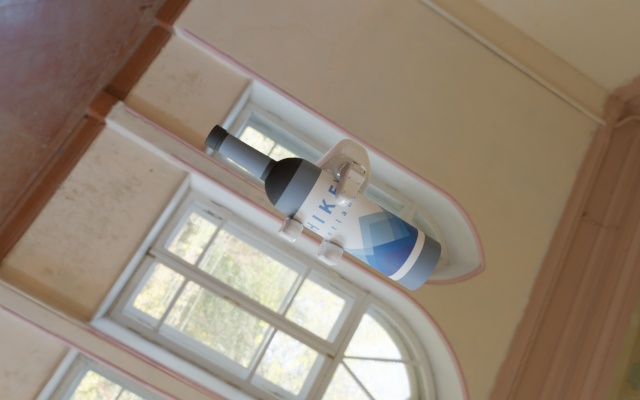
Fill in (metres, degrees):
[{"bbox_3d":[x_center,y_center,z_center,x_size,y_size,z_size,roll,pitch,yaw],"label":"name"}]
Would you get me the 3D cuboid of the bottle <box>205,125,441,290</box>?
[{"bbox_3d":[0.000,0.002,0.557,0.296,0.069,0.069,32,-4,-6],"label":"bottle"}]
